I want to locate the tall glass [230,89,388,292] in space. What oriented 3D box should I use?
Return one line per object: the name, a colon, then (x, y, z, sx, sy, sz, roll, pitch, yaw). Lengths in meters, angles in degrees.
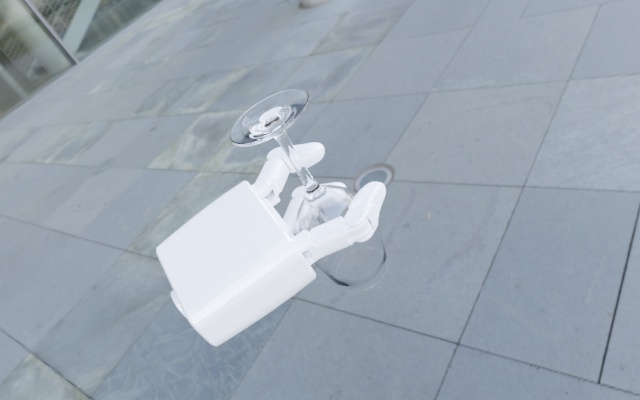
tall glass: (0.000, 0.001, 0.445, 0.079, 0.201, 0.079, -21, 36, 16)
